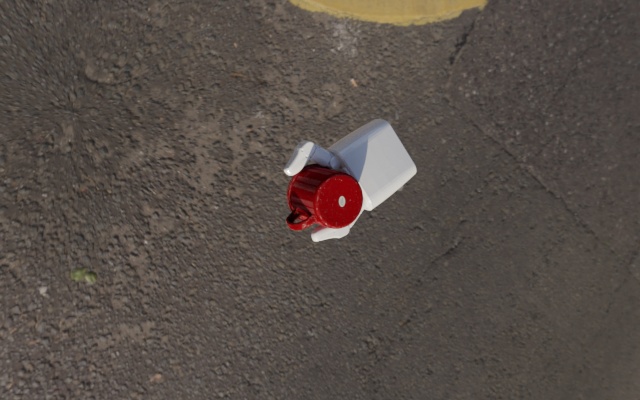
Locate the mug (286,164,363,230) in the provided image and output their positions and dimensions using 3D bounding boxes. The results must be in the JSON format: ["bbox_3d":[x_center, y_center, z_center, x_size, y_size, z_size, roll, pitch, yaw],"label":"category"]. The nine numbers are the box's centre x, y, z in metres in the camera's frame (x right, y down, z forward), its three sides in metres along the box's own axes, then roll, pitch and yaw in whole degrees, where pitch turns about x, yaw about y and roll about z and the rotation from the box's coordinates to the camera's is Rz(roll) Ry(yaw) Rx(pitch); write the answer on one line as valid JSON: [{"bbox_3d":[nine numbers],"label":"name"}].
[{"bbox_3d":[-0.001,0.003,0.697,0.117,0.093,0.081,-38,24,-18],"label":"mug"}]
